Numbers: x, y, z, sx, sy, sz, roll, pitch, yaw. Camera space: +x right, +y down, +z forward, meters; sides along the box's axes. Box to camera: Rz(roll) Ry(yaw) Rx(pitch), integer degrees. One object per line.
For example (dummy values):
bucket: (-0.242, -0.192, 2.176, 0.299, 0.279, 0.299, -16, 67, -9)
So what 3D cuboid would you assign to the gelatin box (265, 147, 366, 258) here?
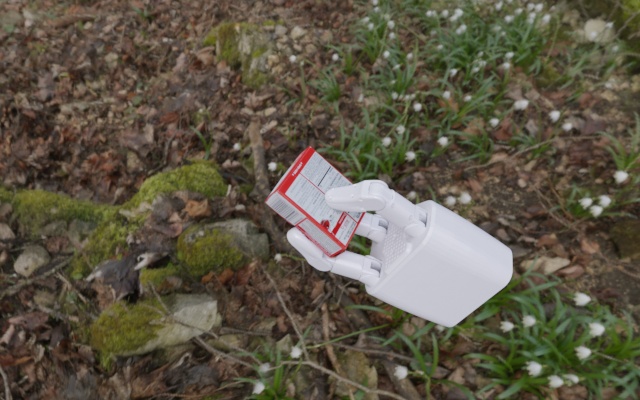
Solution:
gelatin box: (0.000, 0.001, 0.473, 0.089, 0.073, 0.030, 41, -41, -10)
